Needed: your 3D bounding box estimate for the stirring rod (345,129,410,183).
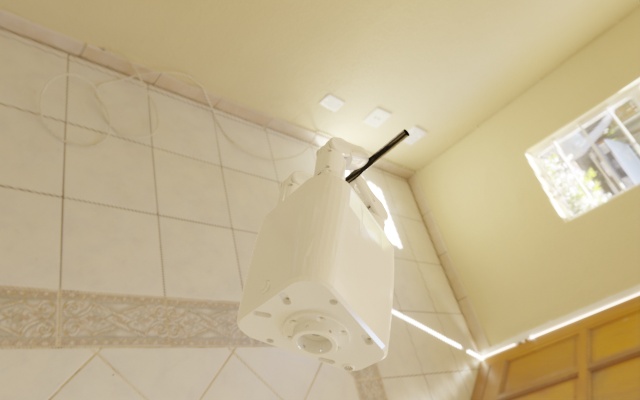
[{"bbox_3d":[0.000,0.002,0.497,0.011,0.011,0.240,0,-32,-49],"label":"stirring rod"}]
